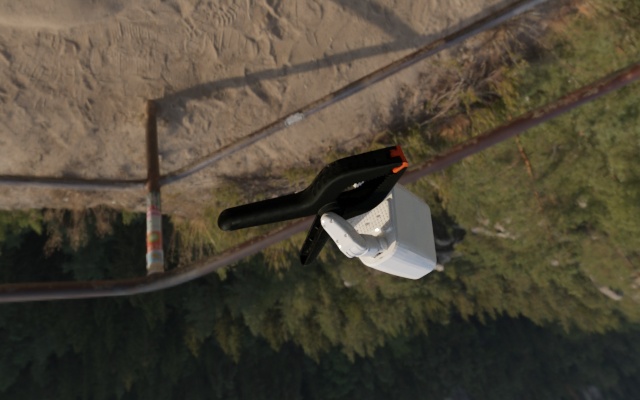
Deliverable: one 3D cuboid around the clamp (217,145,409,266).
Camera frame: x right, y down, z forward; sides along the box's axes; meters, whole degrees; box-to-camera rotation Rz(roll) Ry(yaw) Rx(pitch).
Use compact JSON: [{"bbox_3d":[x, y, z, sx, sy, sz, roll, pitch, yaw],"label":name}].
[{"bbox_3d":[0.001,0.002,0.538,0.210,0.036,0.164,-37,-38,26],"label":"clamp"}]
